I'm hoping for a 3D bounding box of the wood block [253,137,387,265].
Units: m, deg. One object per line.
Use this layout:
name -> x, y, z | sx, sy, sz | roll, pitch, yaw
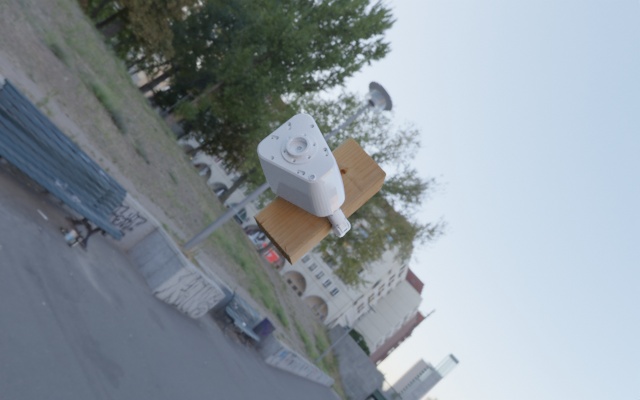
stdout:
wood block -> 0.000, 0.003, 0.795 | 0.206, 0.091, 0.090 | -40, -11, -11
